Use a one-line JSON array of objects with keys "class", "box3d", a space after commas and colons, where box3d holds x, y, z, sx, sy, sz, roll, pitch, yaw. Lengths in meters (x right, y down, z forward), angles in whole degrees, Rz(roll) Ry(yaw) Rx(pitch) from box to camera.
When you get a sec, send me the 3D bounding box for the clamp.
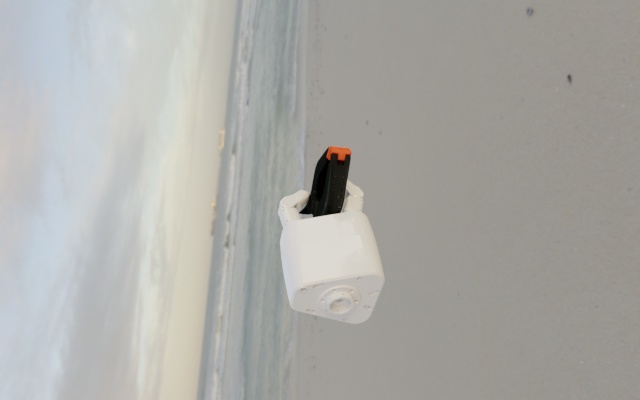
[{"class": "clamp", "box3d": [-0.001, 0.002, 0.684, 0.036, 0.210, 0.164, 3, 38, -15]}]
